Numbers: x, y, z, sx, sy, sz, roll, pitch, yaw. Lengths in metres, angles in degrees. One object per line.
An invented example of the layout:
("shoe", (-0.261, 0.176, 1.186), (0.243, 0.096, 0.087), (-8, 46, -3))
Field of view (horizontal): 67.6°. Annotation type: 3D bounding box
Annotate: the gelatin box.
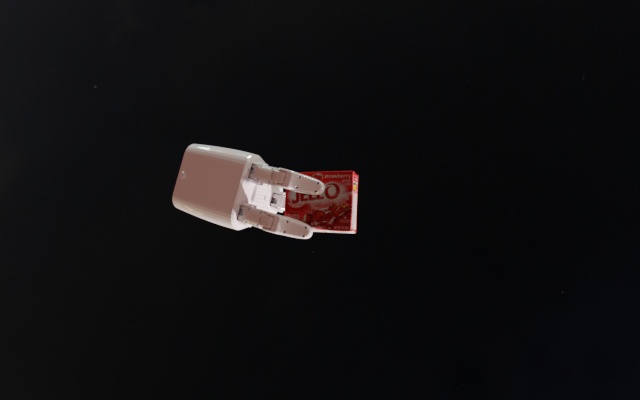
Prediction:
("gelatin box", (0.001, 0.002, 0.588), (0.089, 0.073, 0.030), (1, -8, 19))
